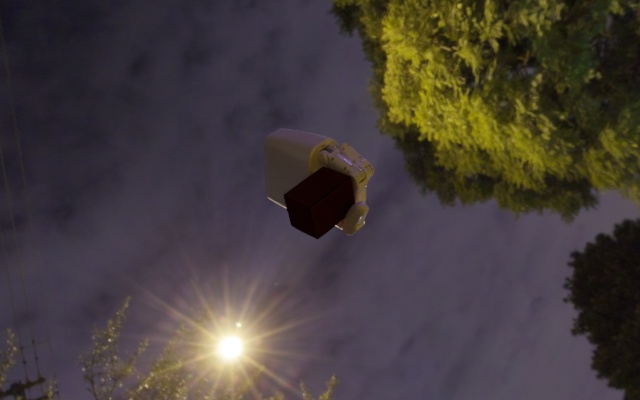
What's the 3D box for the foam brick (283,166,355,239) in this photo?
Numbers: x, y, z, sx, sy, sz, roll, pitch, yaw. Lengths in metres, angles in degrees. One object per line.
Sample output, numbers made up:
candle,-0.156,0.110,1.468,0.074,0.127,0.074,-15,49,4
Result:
foam brick,0.000,0.002,0.615,0.051,0.053,0.078,24,48,39
